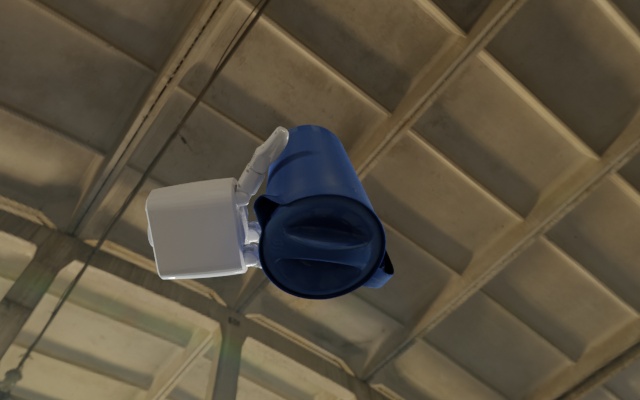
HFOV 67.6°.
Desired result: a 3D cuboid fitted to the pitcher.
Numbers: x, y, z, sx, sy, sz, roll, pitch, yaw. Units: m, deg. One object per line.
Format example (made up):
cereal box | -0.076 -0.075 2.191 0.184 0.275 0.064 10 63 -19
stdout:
pitcher | 0.000 0.002 0.594 0.145 0.149 0.242 -9 30 0
